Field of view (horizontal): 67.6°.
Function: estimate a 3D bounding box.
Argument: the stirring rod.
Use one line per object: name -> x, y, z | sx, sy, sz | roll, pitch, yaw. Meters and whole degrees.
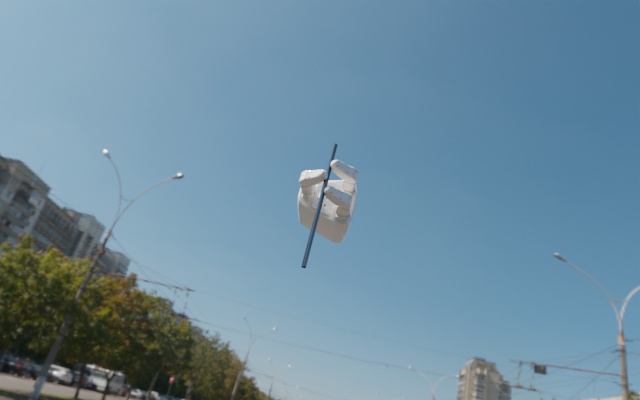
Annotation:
stirring rod -> 0.000, 0.003, 0.819 | 0.011, 0.239, 0.011 | 12, -26, 6
